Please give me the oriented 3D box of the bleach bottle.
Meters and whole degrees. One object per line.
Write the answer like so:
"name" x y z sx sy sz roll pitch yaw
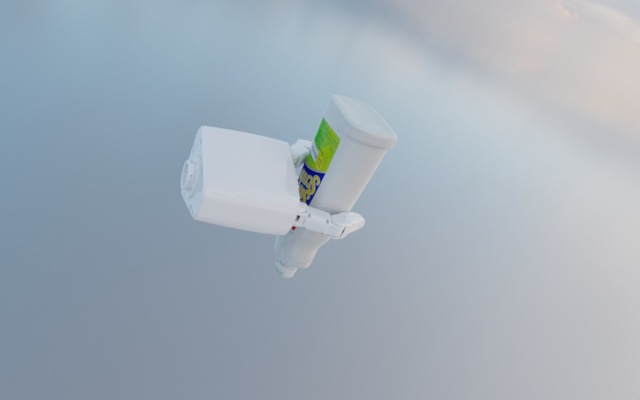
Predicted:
"bleach bottle" 0.000 0.002 0.598 0.068 0.251 0.102 11 31 -26
